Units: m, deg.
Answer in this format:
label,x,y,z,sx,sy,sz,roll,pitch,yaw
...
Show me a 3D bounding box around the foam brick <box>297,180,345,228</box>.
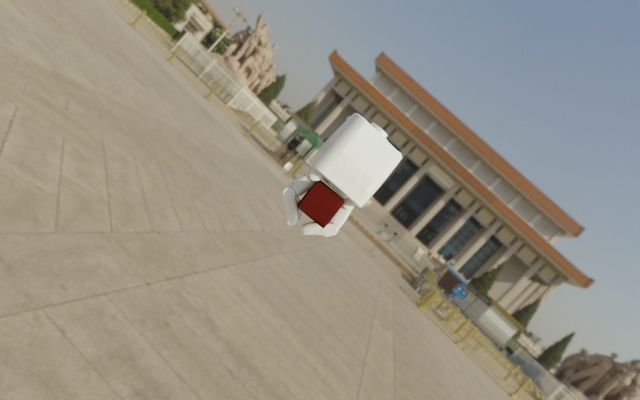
label,x,y,z,sx,sy,sz,roll,pitch,yaw
foam brick,0.000,0.003,0.739,0.053,0.051,0.078,39,4,-5
